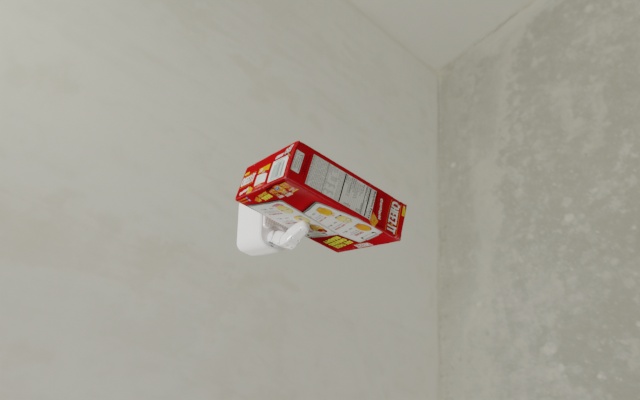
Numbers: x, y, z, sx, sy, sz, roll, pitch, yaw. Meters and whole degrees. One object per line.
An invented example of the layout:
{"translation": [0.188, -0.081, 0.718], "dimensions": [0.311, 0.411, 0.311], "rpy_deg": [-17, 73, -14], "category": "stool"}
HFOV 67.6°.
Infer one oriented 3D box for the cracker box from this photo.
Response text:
{"translation": [0.000, 0.003, 0.743], "dimensions": [0.214, 0.072, 0.164], "rpy_deg": [28, -25, -26], "category": "cracker box"}
